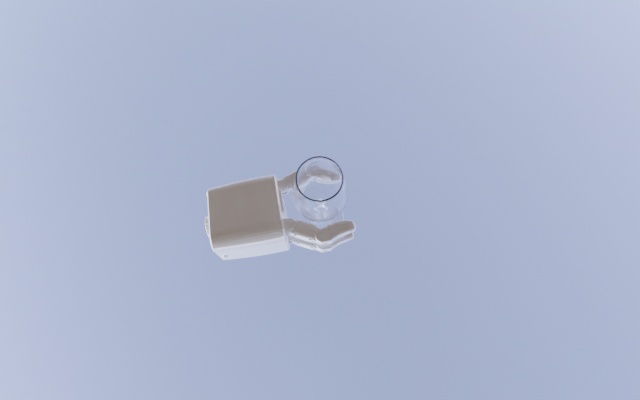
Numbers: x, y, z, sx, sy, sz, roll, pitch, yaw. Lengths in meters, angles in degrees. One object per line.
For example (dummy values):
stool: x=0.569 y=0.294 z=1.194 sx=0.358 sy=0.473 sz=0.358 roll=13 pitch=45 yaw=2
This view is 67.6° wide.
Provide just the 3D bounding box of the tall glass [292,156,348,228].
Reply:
tall glass: x=0.000 y=0.002 z=0.700 sx=0.079 sy=0.079 sz=0.201 roll=0 pitch=-18 yaw=1
